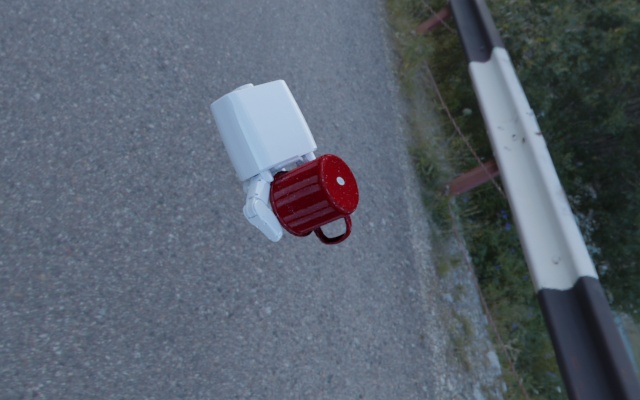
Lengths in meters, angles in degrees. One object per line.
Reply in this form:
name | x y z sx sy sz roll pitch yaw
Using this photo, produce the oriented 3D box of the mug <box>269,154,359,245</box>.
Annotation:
mug | 0.001 0.003 0.611 0.081 0.117 0.093 -23 5 33
